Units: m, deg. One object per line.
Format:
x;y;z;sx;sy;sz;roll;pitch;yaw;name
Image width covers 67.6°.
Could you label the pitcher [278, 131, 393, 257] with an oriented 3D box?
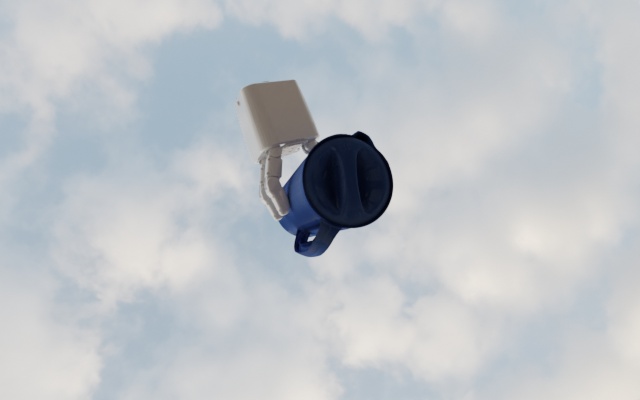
0.000;0.002;0.753;0.149;0.145;0.243;-23;-3;-21;pitcher
